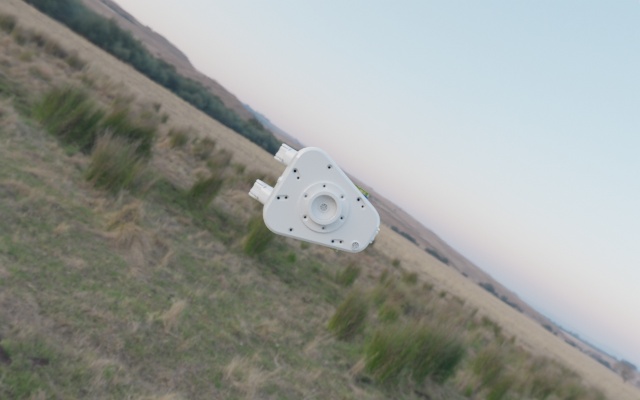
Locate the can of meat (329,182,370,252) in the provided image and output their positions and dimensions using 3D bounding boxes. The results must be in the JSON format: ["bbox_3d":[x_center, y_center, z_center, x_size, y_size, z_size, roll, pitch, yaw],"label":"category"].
[{"bbox_3d":[0.000,0.002,0.610,0.102,0.084,0.057,32,1,-2],"label":"can of meat"}]
